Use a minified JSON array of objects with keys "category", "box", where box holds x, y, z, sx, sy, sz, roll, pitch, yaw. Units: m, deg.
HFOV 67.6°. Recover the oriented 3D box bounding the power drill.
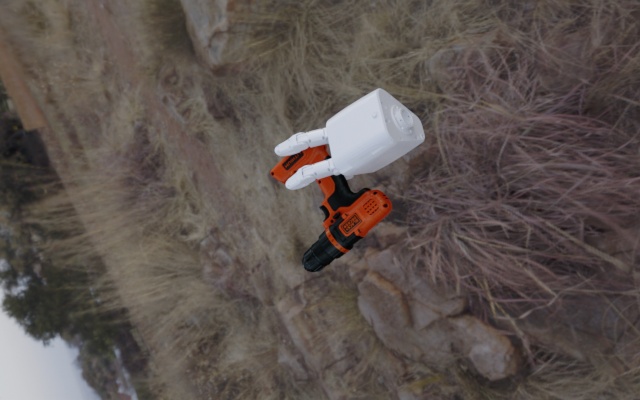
[{"category":"power drill","box":[0.000,0.002,0.796,0.184,0.187,0.057,-42,-14,16]}]
